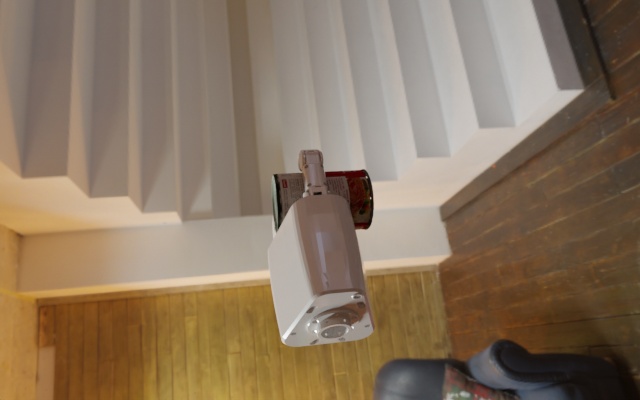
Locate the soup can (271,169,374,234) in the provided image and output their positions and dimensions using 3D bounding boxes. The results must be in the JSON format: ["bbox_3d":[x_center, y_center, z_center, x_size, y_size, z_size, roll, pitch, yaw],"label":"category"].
[{"bbox_3d":[0.000,0.001,0.525,0.102,0.068,0.068,-3,0,-10],"label":"soup can"}]
